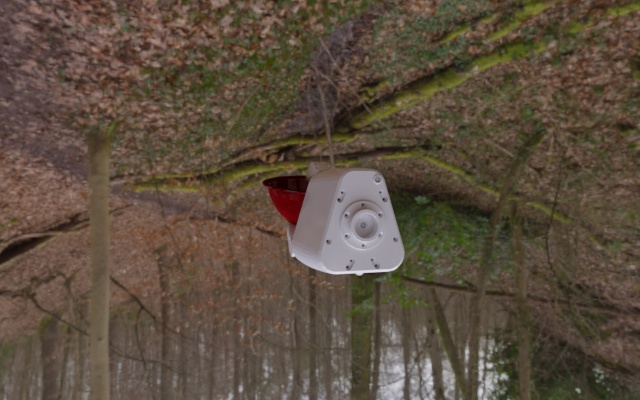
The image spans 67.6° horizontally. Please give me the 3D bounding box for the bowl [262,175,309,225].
[{"bbox_3d":[0.000,0.002,0.662,0.162,0.055,0.162,3,11,0],"label":"bowl"}]
